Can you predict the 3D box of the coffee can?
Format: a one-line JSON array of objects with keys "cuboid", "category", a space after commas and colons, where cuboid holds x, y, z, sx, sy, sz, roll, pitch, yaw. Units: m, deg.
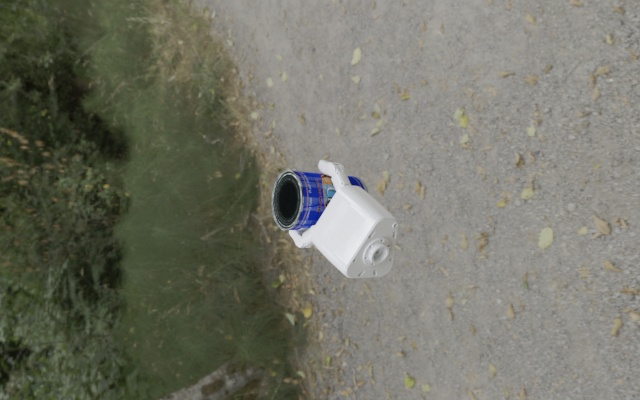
[{"cuboid": [0.000, 0.003, 0.836, 0.140, 0.103, 0.103, 3, -2, -34], "category": "coffee can"}]
